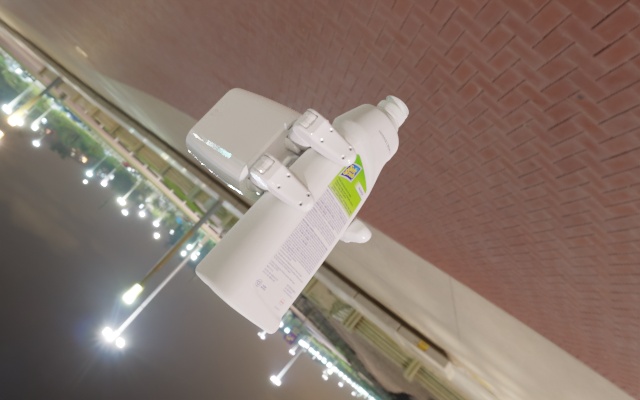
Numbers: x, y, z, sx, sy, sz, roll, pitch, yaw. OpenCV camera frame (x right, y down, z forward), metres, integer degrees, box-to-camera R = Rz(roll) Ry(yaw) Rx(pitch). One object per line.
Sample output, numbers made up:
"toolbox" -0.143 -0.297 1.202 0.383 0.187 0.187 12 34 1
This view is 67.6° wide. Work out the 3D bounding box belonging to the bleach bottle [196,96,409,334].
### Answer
"bleach bottle" 0.000 0.002 0.461 0.068 0.251 0.103 32 -15 35
